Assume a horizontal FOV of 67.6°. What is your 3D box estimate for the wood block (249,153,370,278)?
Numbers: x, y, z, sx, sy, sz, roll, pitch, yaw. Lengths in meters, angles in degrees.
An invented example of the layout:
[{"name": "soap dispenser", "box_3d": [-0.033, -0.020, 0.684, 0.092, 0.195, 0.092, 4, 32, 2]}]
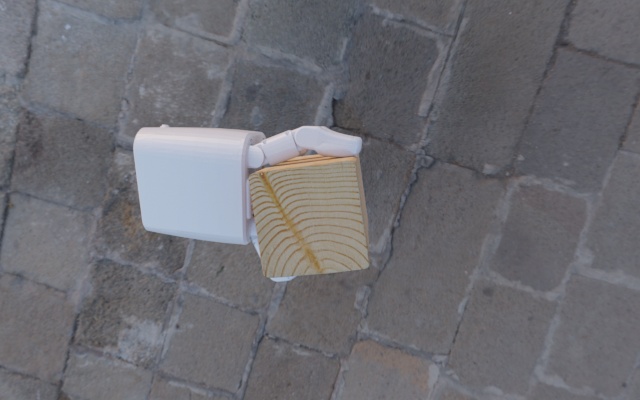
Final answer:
[{"name": "wood block", "box_3d": [0.000, 0.002, 0.484, 0.090, 0.091, 0.206, -7, 8, 6]}]
